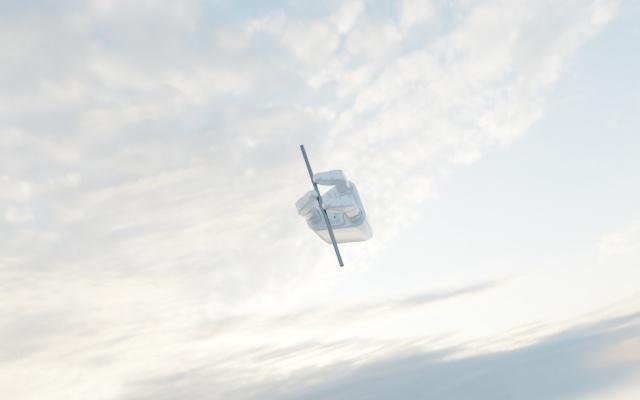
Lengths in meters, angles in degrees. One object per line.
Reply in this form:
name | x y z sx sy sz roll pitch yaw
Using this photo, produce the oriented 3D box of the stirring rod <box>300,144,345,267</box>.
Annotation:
stirring rod | 0.000 0.003 0.812 0.011 0.239 0.011 -15 -27 -8
